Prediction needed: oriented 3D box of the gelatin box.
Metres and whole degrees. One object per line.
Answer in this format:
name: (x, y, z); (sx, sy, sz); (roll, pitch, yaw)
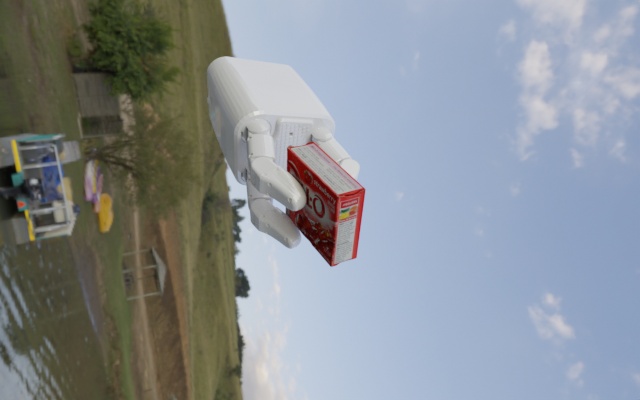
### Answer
gelatin box: (0.001, 0.001, 0.414); (0.030, 0.073, 0.089); (-16, 40, -27)
